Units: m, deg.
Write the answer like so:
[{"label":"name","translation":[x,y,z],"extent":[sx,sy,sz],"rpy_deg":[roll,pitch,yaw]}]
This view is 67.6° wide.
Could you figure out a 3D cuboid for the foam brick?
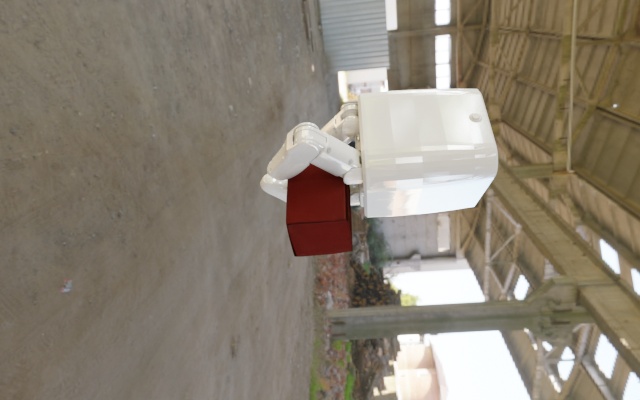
[{"label":"foam brick","translation":[0.000,0.002,0.412],"extent":[0.051,0.078,0.053],"rpy_deg":[-3,-35,5]}]
